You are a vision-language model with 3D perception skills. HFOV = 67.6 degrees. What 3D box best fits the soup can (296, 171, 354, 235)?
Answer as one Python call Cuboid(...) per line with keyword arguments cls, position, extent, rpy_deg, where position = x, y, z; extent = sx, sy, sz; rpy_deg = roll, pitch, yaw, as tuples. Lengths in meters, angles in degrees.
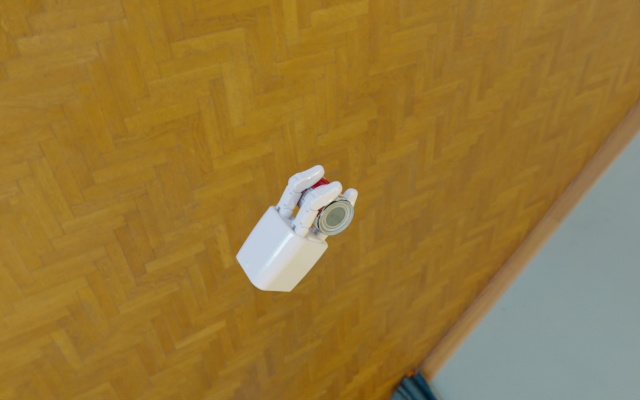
Cuboid(cls="soup can", position=(0.001, 0.002, 0.782), extent=(0.068, 0.068, 0.102), rpy_deg=(0, 30, -35))
